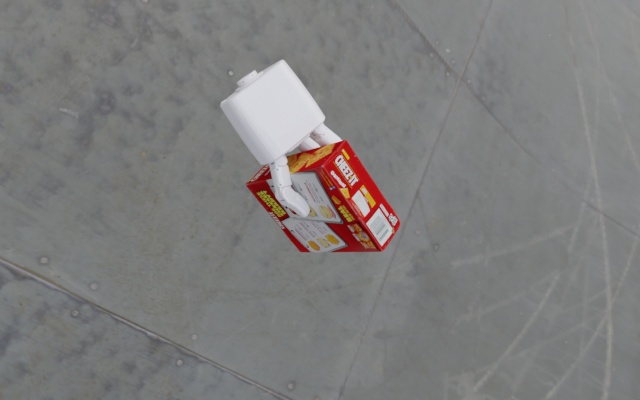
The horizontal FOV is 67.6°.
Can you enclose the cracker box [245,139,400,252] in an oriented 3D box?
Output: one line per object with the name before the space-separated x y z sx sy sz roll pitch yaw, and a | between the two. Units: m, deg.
cracker box | 0.000 0.003 0.763 0.214 0.164 0.072 -8 35 52
